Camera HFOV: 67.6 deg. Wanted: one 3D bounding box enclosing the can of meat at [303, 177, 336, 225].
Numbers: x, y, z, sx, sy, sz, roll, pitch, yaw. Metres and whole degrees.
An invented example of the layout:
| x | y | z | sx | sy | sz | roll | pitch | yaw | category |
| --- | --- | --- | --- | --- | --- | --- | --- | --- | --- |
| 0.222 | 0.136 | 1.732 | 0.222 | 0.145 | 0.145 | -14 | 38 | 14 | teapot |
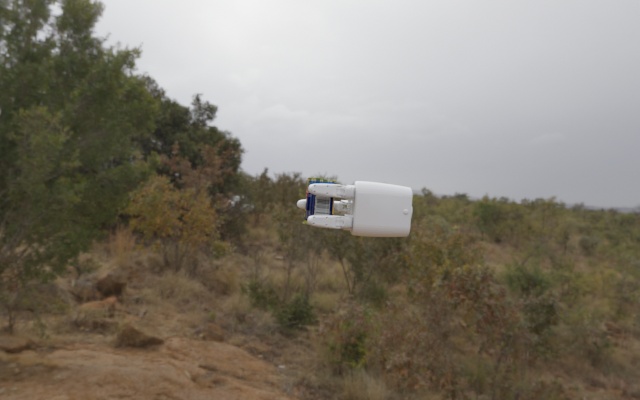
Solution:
| x | y | z | sx | sy | sz | roll | pitch | yaw | category |
| --- | --- | --- | --- | --- | --- | --- | --- | --- | --- |
| 0.000 | 0.003 | 0.885 | 0.057 | 0.084 | 0.102 | 5 | 0 | 1 | can of meat |
